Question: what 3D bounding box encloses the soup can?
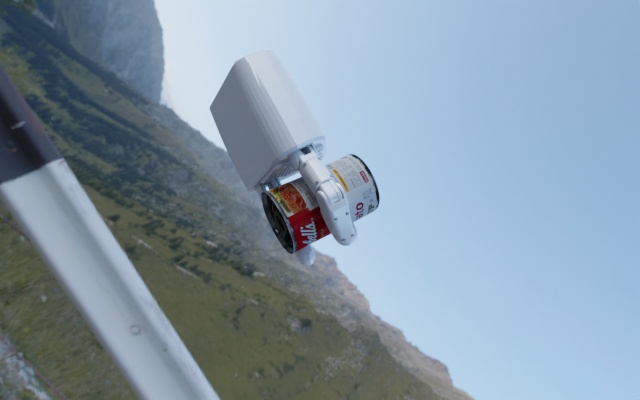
[{"bbox_3d":[0.001,0.002,0.486,0.102,0.068,0.068,-26,9,-19],"label":"soup can"}]
